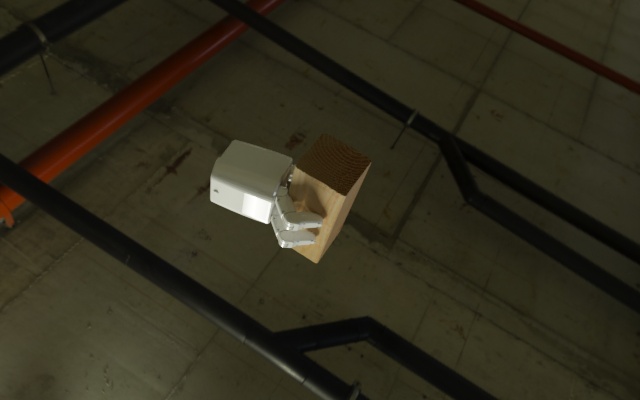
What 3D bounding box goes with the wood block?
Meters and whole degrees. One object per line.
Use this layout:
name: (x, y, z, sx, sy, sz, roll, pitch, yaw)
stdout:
wood block: (0.000, 0.002, 0.787, 0.090, 0.090, 0.206, 31, -36, 8)
